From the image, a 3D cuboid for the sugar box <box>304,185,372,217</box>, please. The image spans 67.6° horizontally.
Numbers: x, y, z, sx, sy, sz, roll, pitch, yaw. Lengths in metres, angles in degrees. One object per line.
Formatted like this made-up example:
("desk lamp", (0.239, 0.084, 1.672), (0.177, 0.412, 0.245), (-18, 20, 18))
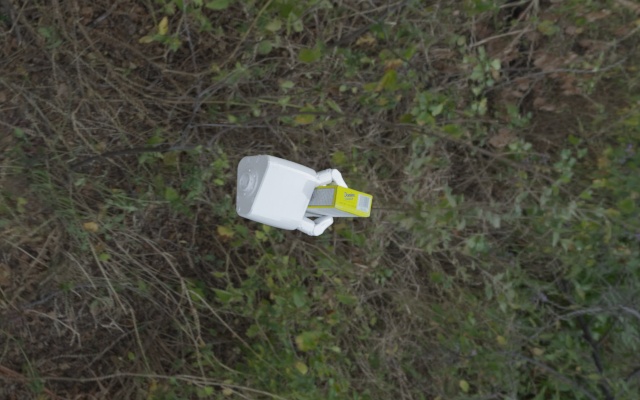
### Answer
("sugar box", (0.000, 0.002, 0.894), (0.093, 0.048, 0.176), (17, -10, -42))
